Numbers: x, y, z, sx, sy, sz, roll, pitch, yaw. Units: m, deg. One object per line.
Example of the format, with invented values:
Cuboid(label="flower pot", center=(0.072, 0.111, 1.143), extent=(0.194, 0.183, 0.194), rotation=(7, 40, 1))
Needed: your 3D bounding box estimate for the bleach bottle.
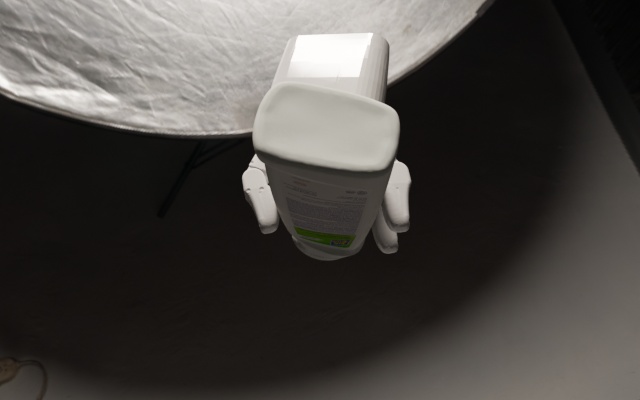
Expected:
Cuboid(label="bleach bottle", center=(0.000, 0.001, 0.431), extent=(0.102, 0.068, 0.251), rotation=(12, -24, 2))
